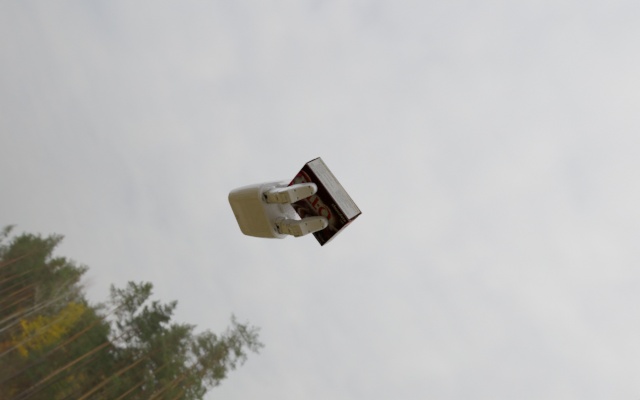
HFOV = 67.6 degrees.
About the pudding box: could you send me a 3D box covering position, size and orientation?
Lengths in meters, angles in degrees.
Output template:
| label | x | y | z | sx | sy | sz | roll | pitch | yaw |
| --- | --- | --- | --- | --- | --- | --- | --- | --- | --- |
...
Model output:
| label | x | y | z | sx | sy | sz | roll | pitch | yaw |
| --- | --- | --- | --- | --- | --- | --- | --- | --- | --- |
| pudding box | 0.000 | 0.002 | 0.744 | 0.039 | 0.113 | 0.090 | -32 | -10 | -40 |
